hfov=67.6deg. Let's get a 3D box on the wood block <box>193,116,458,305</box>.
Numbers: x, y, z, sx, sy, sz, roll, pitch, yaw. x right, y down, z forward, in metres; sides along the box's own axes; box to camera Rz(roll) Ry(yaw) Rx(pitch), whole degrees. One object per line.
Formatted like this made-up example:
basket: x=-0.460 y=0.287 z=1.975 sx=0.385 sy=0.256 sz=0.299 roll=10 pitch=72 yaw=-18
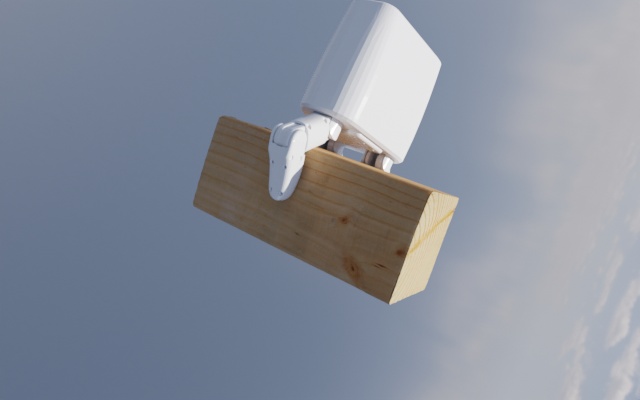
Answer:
wood block: x=0.000 y=0.001 z=0.424 sx=0.206 sy=0.090 sz=0.091 roll=23 pitch=8 yaw=27
